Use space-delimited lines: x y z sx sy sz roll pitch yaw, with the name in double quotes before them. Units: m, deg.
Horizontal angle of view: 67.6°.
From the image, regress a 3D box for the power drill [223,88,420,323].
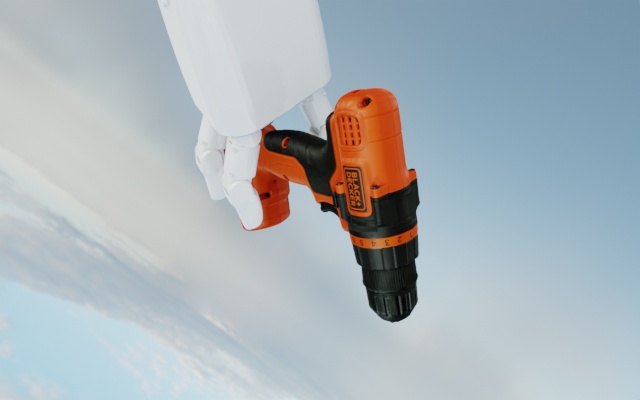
"power drill" 0.000 0.001 0.409 0.187 0.184 0.057 8 23 45
